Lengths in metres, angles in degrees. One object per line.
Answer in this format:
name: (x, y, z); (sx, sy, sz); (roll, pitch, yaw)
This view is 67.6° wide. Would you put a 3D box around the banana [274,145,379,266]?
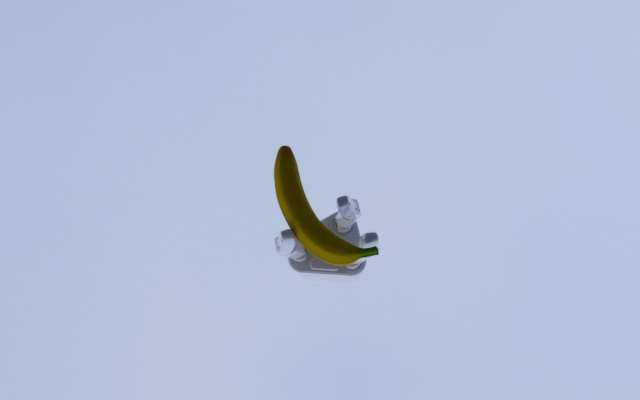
banana: (-0.012, 0.016, 0.615); (0.069, 0.197, 0.037); (-38, -19, -6)
